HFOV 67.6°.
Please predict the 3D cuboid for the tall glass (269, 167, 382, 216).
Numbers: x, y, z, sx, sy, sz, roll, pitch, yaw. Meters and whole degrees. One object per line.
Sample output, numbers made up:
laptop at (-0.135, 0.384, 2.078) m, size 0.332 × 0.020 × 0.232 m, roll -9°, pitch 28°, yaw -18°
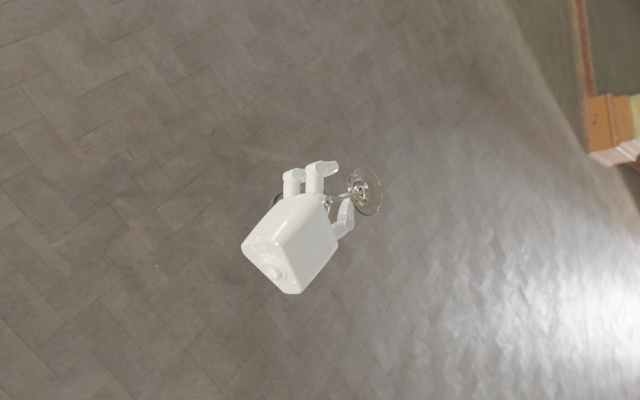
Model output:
tall glass at (0.001, 0.002, 0.785) m, size 0.079 × 0.079 × 0.201 m, roll 0°, pitch -9°, yaw -43°
